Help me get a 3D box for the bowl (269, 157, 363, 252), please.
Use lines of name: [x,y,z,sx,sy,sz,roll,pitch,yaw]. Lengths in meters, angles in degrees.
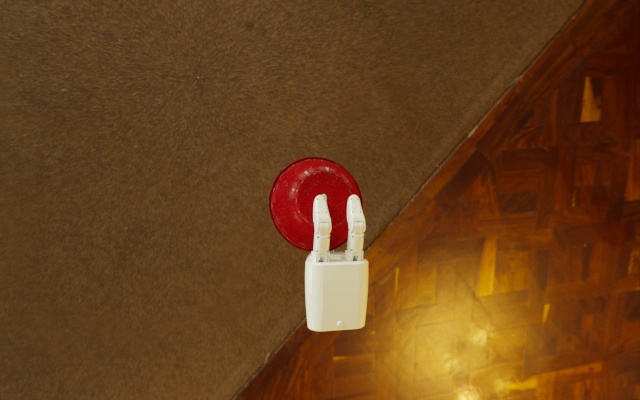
bowl: [0.000,0.001,0.769,0.162,0.162,0.055,0,-8,-14]
